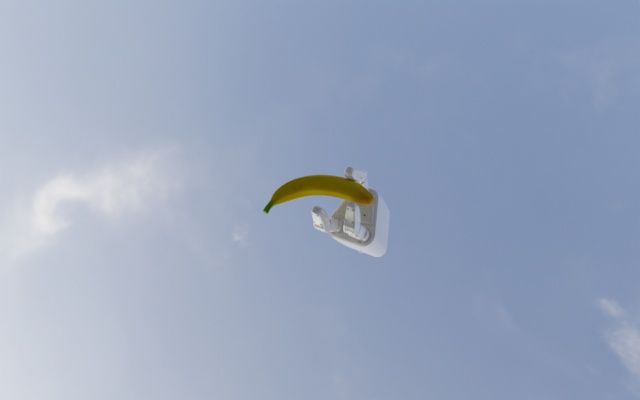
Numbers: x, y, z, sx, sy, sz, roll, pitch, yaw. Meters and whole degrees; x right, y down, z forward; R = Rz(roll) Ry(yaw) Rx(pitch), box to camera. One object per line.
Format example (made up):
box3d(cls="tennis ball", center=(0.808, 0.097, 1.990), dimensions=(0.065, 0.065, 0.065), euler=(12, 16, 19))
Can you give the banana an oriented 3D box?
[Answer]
box3d(cls="banana", center=(-0.003, -0.014, 0.834), dimensions=(0.198, 0.069, 0.037), euler=(-7, -24, 18))
